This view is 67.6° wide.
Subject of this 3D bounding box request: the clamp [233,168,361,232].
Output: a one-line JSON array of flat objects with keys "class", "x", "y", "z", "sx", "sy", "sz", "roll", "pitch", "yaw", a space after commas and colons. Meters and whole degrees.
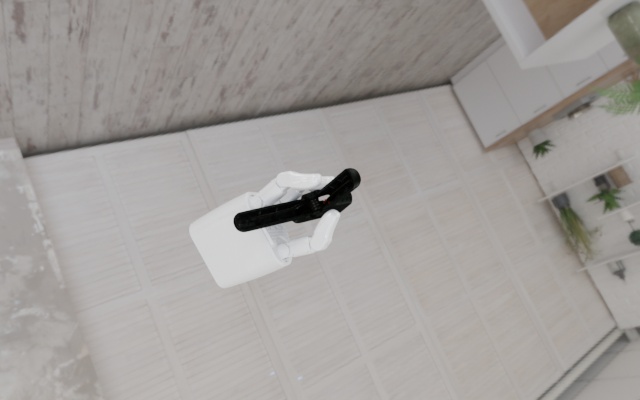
[{"class": "clamp", "x": 0.000, "y": 0.003, "z": 0.647, "sx": 0.164, "sy": 0.036, "sz": 0.210, "roll": -22, "pitch": -9, "yaw": 19}]
